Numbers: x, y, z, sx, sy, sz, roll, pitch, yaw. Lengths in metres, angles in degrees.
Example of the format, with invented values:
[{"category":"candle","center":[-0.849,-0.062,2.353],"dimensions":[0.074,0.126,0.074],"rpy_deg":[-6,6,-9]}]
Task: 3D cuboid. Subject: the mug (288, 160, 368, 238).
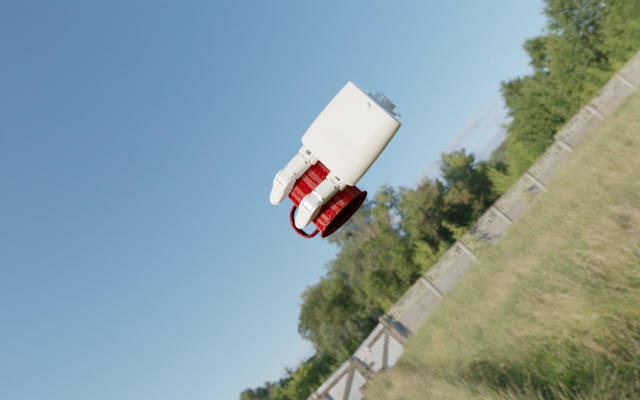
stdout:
[{"category":"mug","center":[-0.001,0.003,0.699],"dimensions":[0.081,0.117,0.093],"rpy_deg":[45,18,14]}]
